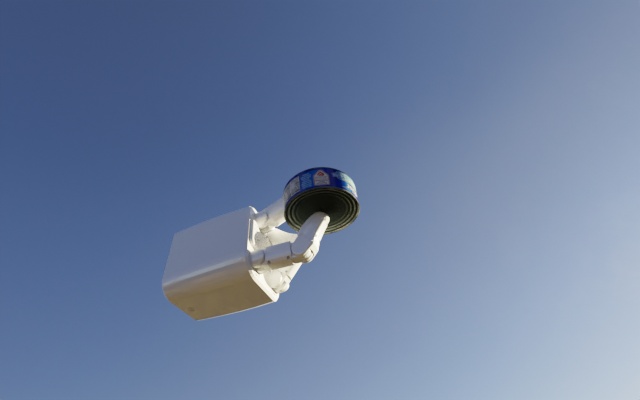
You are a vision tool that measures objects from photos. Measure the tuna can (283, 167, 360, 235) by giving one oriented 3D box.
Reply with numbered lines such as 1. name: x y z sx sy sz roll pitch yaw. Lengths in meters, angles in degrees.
1. tuna can: 0.000 0.001 0.546 0.086 0.033 0.086 -5 -39 -4
